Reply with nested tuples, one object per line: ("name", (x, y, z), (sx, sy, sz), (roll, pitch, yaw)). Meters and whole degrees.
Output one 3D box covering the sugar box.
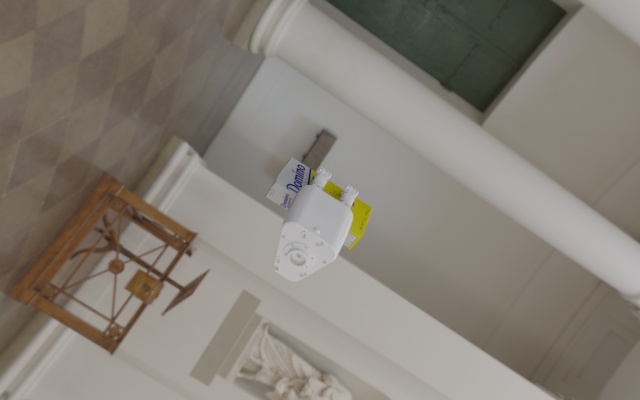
("sugar box", (0.000, 0.003, 0.839), (0.176, 0.048, 0.093), (34, 37, -6))
